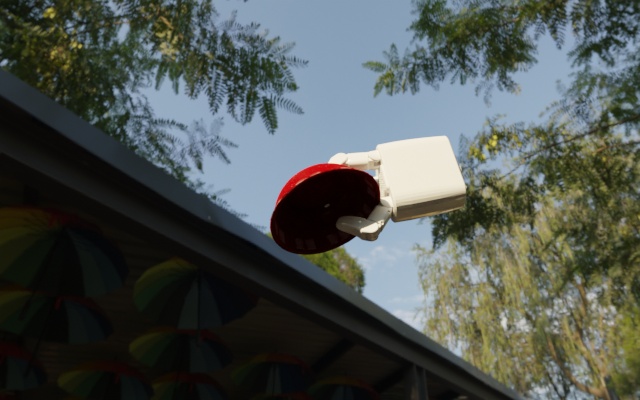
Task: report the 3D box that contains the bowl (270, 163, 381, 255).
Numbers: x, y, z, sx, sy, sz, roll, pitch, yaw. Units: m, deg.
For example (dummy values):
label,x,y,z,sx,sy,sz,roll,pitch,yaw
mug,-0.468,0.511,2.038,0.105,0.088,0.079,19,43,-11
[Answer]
label,x,y,z,sx,sy,sz,roll,pitch,yaw
bowl,-0.001,0.002,0.667,0.162,0.162,0.055,0,42,-28
